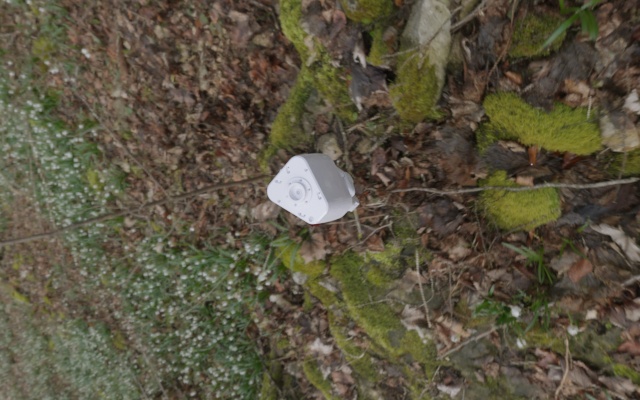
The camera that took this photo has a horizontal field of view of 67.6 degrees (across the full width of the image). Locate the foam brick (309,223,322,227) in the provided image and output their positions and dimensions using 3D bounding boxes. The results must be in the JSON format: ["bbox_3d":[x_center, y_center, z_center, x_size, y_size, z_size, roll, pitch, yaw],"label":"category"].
[{"bbox_3d":[0.000,0.003,0.892,0.078,0.053,0.051,-48,-13,20],"label":"foam brick"}]
